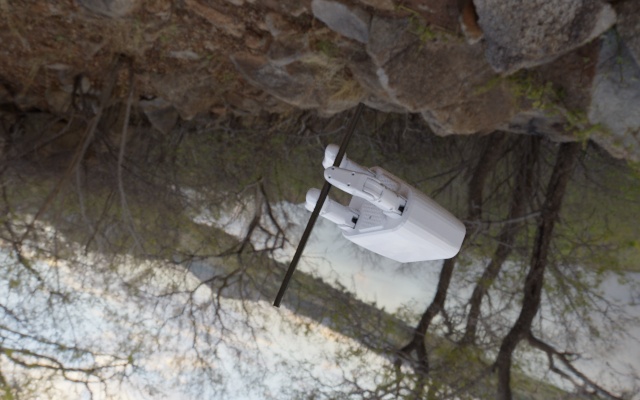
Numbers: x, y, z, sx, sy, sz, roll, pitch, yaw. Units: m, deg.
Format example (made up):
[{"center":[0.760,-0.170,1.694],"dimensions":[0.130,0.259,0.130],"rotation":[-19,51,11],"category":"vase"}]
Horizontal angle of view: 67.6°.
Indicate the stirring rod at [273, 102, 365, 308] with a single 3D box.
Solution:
[{"center":[0.000,0.002,0.517],"dimensions":[0.011,0.239,0.011],"rotation":[23,-8,3],"category":"stirring rod"}]
